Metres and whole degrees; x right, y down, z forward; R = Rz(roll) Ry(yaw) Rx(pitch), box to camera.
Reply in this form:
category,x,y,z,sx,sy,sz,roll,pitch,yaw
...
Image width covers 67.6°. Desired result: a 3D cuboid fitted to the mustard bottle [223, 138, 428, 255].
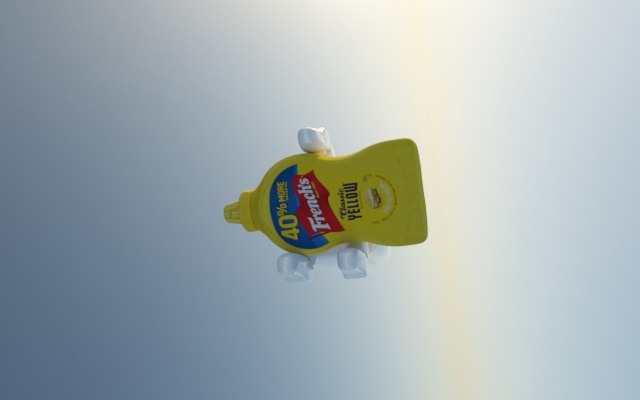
category,x,y,z,sx,sy,sz,roll,pitch,yaw
mustard bottle,0.000,0.001,0.450,0.191,0.096,0.058,-7,7,14
